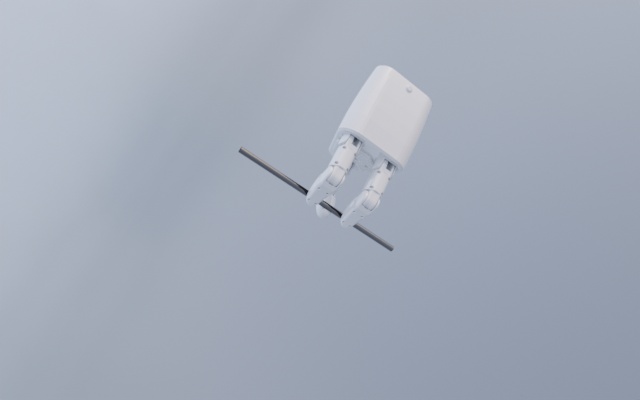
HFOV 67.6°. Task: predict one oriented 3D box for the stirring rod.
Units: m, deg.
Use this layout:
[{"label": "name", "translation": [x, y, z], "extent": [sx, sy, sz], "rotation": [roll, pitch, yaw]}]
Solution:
[{"label": "stirring rod", "translation": [0.000, 0.002, 0.606], "extent": [0.239, 0.011, 0.011], "rotation": [33, -11, -17]}]
